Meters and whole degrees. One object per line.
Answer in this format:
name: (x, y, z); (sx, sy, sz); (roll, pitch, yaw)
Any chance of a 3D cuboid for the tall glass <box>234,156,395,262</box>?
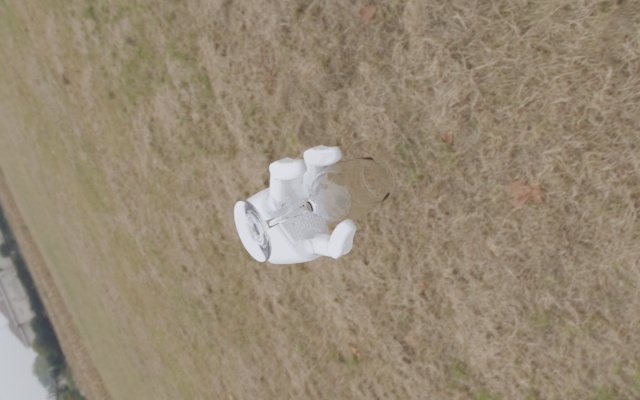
tall glass: (0.000, 0.002, 0.583); (0.201, 0.079, 0.079); (-23, 13, -33)
